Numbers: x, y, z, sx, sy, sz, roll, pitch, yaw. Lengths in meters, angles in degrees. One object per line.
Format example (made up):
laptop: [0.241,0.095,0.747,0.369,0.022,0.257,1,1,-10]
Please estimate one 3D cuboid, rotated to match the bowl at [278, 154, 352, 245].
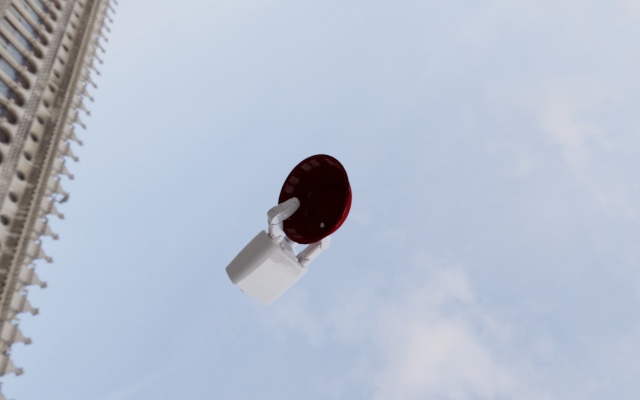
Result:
bowl: [0.001,0.002,0.837,0.162,0.162,0.055,0,-15,41]
